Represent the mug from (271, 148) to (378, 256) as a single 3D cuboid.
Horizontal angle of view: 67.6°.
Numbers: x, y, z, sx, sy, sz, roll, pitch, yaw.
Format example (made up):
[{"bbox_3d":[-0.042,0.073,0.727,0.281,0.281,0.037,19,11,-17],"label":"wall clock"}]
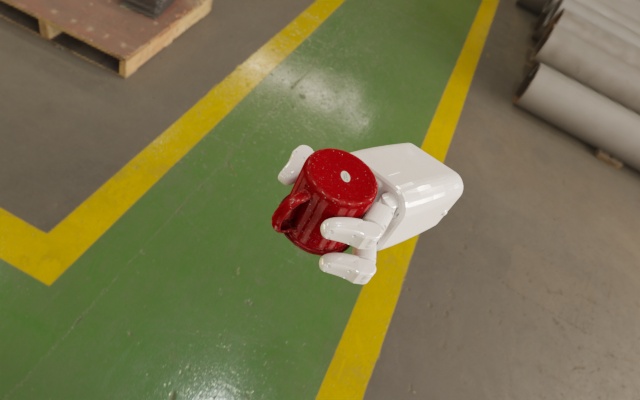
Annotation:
[{"bbox_3d":[-0.001,0.002,0.503,0.117,0.093,0.081,-16,-31,-35],"label":"mug"}]
